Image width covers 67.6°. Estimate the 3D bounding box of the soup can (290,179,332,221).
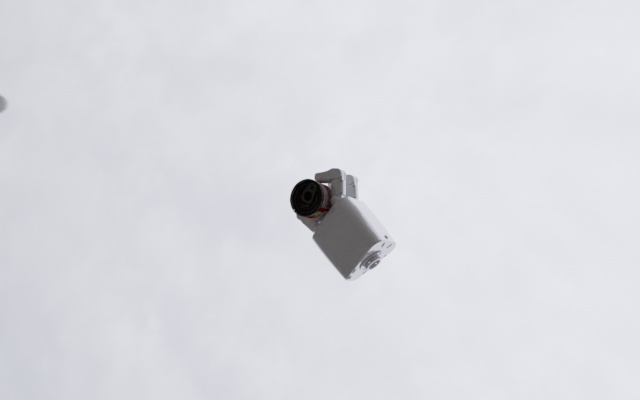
[{"bbox_3d":[0.000,0.003,0.878,0.068,0.068,0.102,0,-9,31],"label":"soup can"}]
